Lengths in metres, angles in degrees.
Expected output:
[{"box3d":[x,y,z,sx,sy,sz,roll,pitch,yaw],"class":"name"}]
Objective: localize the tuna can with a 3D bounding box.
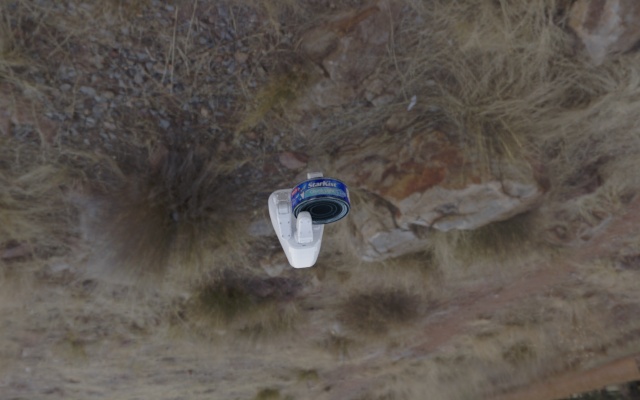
[{"box3d":[0.000,0.003,0.694,0.086,0.033,0.086,-4,-29,-2],"class":"tuna can"}]
